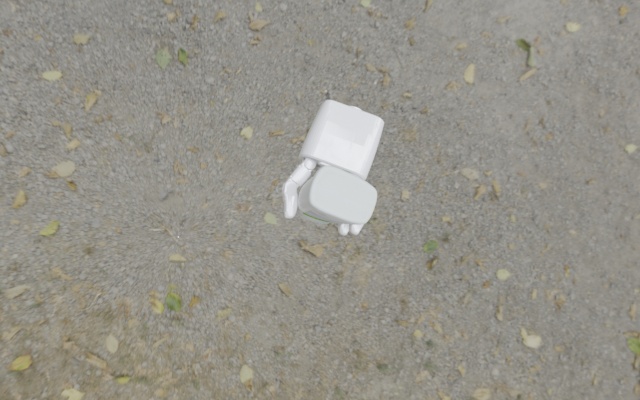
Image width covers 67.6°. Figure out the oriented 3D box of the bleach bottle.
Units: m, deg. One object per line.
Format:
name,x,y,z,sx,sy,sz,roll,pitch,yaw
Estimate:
bleach bottle,0.000,0.003,0.783,0.102,0.068,0.251,23,-10,-14
